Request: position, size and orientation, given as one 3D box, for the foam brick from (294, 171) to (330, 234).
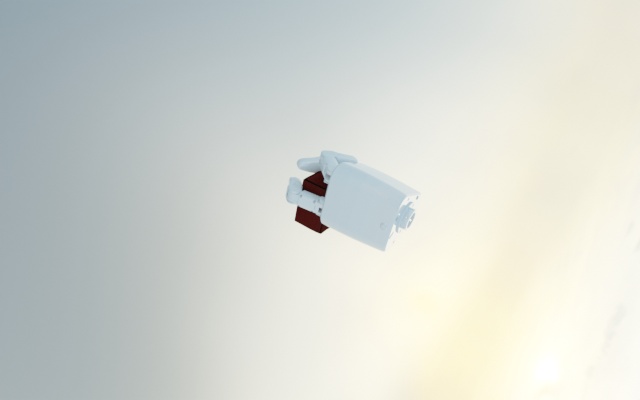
[{"bbox_3d":[0.000,0.003,0.739,0.051,0.078,0.053,26,31,22],"label":"foam brick"}]
